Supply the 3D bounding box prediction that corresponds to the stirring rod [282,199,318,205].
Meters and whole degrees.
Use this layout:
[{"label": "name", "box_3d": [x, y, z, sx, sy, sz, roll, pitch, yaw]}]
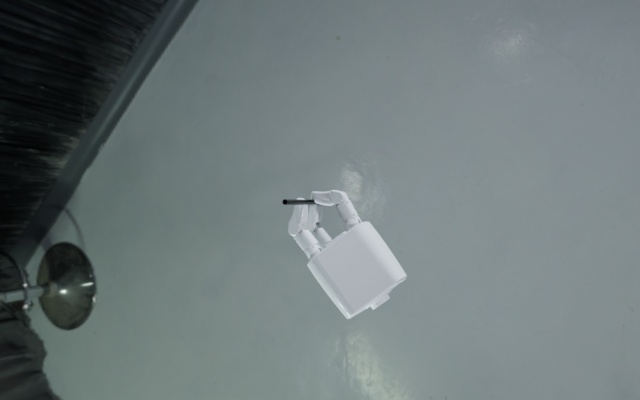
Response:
[{"label": "stirring rod", "box_3d": [0.000, 0.003, 0.794, 0.011, 0.011, 0.239, 0, 0, 25]}]
